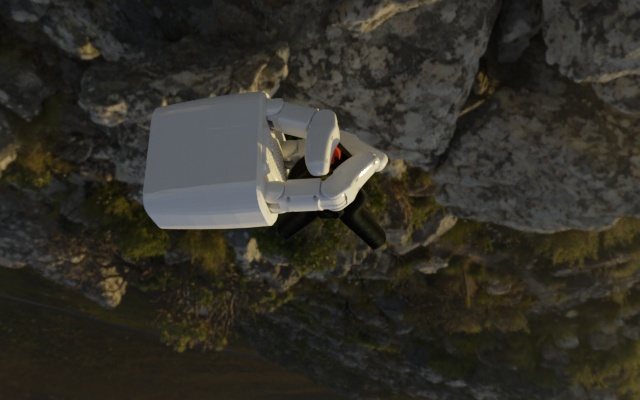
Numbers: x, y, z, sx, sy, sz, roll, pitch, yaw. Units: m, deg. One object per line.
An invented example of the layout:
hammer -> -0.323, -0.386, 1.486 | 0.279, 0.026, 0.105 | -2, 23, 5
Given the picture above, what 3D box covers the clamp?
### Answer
clamp -> 0.000, 0.002, 0.479 | 0.120, 0.039, 0.172 | -4, -36, 10
